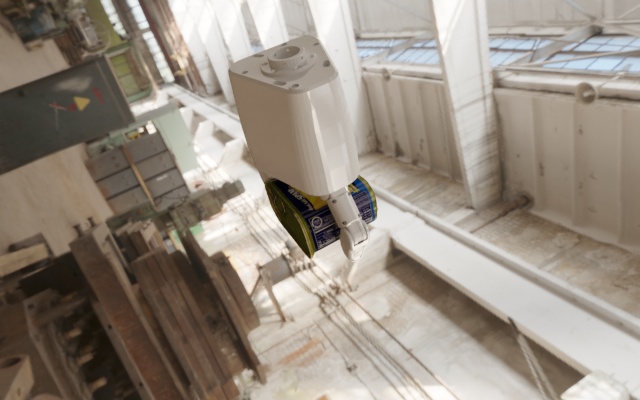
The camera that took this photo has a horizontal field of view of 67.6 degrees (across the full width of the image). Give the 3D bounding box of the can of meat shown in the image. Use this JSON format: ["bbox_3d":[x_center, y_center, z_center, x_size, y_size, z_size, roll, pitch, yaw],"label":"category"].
[{"bbox_3d":[0.000,0.002,0.506,0.084,0.057,0.102,-27,38,-15],"label":"can of meat"}]
